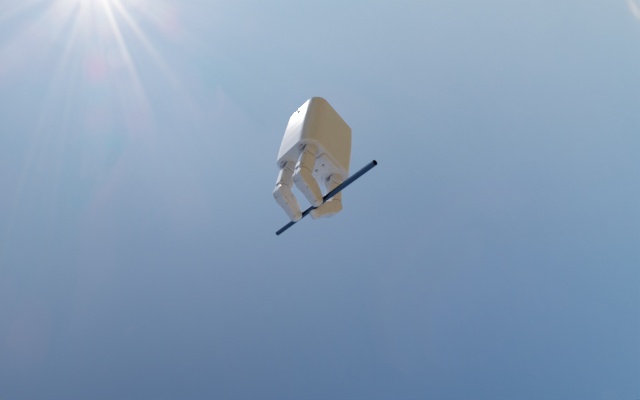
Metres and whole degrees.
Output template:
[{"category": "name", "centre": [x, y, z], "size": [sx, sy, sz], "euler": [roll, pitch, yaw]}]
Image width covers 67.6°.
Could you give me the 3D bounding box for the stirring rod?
[{"category": "stirring rod", "centre": [0.000, 0.002, 0.700], "size": [0.011, 0.011, 0.240], "euler": [0, -25, -40]}]
